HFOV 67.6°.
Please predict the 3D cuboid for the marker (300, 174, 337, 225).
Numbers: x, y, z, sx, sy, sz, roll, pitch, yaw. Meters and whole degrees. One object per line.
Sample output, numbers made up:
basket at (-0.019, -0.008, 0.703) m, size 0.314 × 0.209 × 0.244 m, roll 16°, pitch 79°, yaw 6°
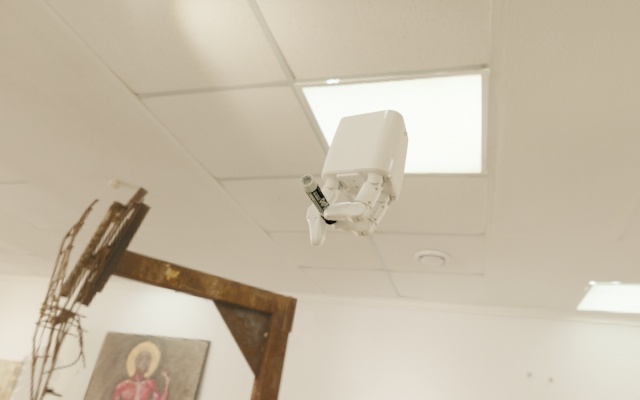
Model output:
marker at (0.000, 0.002, 0.651) m, size 0.020 × 0.020 × 0.121 m, roll 0°, pitch -27°, yaw 19°
